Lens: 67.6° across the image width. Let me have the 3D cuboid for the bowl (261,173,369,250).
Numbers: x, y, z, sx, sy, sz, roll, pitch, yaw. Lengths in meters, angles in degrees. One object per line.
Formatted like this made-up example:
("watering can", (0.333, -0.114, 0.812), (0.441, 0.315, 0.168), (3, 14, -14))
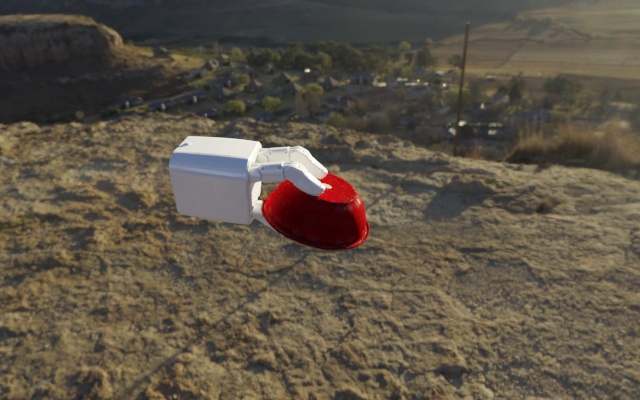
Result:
("bowl", (0.001, 0.002, 0.682), (0.162, 0.055, 0.162), (13, 28, -7))
